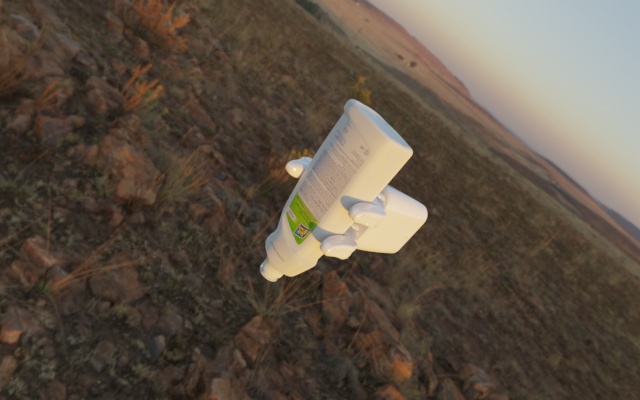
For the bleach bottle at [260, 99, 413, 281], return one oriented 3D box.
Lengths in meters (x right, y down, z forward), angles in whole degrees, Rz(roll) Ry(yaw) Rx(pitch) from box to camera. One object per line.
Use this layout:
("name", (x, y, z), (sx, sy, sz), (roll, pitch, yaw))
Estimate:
("bleach bottle", (0.000, 0.002, 0.607), (0.068, 0.251, 0.102), (17, 30, -46))
